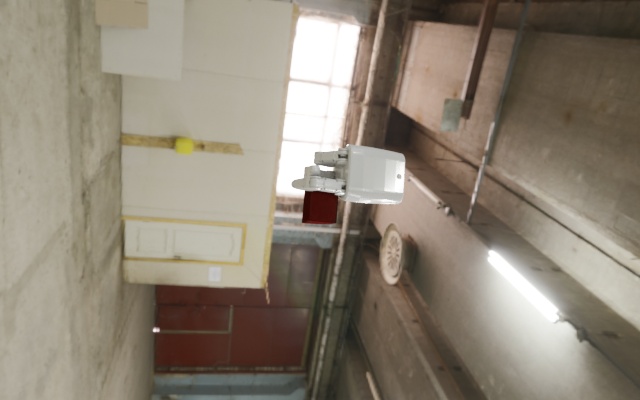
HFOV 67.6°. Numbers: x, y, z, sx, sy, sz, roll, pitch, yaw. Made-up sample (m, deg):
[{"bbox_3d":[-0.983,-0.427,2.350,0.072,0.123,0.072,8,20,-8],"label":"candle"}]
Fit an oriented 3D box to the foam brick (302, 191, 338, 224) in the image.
[{"bbox_3d":[0.000,0.003,0.848,0.051,0.078,0.053,7,-7,-16],"label":"foam brick"}]
